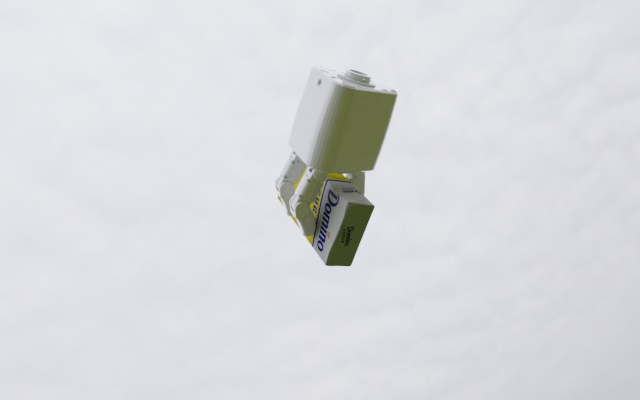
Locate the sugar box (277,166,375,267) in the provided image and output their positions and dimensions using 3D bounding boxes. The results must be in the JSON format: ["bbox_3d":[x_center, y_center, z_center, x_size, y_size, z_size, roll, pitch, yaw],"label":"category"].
[{"bbox_3d":[0.000,0.002,0.650,0.048,0.093,0.176,6,25,-28],"label":"sugar box"}]
